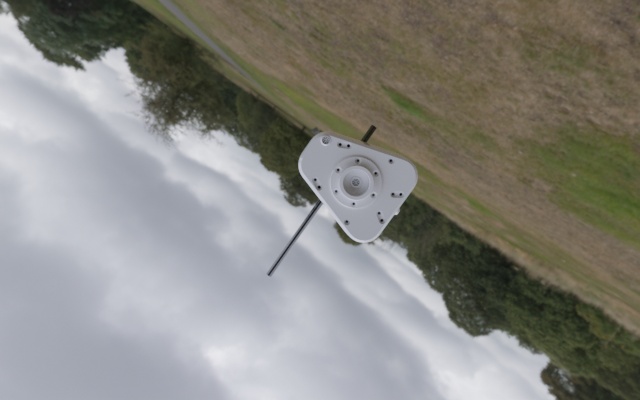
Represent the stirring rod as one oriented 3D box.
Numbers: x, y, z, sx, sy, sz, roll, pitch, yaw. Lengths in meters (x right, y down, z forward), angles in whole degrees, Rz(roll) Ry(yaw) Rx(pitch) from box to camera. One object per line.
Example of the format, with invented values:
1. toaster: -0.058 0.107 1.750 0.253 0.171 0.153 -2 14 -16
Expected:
1. stirring rod: 0.000 0.002 0.627 0.011 0.239 0.011 35 5 -4
